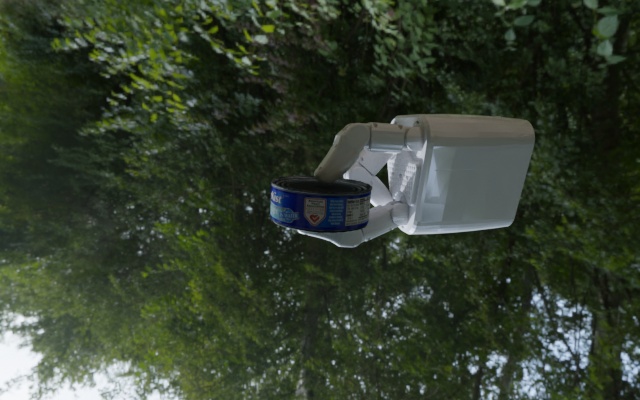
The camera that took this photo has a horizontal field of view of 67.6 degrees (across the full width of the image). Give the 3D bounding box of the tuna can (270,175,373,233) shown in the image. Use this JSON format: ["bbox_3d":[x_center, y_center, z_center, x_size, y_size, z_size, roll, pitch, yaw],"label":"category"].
[{"bbox_3d":[0.000,0.002,0.407,0.086,0.034,0.086,3,11,-1],"label":"tuna can"}]
